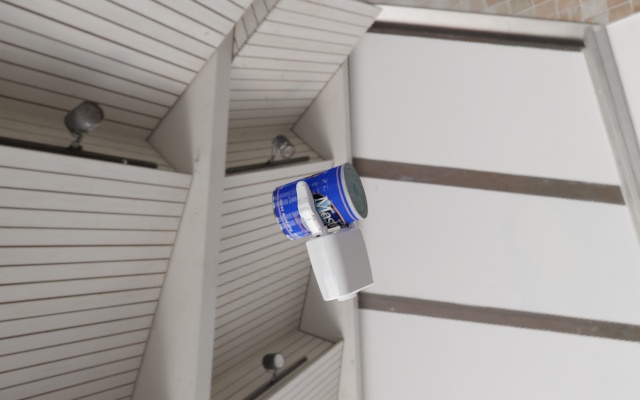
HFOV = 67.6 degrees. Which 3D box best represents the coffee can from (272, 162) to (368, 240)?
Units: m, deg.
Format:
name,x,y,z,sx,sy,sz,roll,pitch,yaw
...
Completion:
name,x,y,z,sx,sy,sz,roll,pitch,yaw
coffee can,0.000,0.003,0.845,0.140,0.103,0.103,-18,-6,20
